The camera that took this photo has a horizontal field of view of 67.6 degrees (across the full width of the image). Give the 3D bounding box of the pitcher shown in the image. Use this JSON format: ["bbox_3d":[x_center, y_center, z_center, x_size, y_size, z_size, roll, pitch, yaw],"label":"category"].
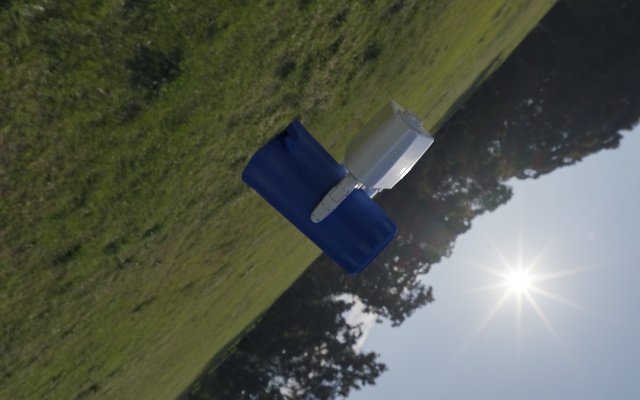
[{"bbox_3d":[0.000,0.002,0.772,0.145,0.243,0.149,-48,-6,22],"label":"pitcher"}]
